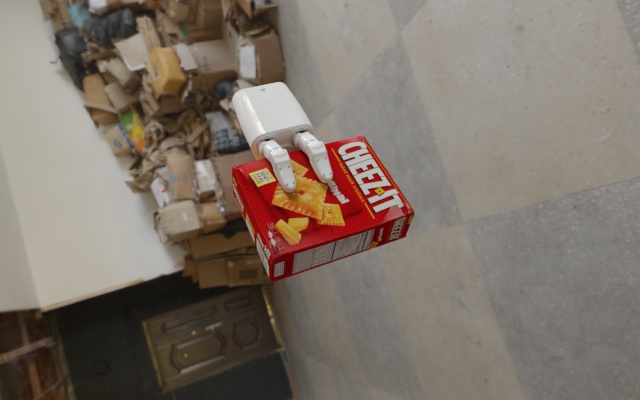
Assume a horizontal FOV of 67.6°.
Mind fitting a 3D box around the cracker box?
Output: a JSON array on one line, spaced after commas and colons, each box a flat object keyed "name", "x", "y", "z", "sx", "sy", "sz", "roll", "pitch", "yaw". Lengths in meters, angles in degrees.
[{"name": "cracker box", "x": 0.000, "y": 0.002, "z": 0.684, "sx": 0.213, "sy": 0.164, "sz": 0.072, "roll": -16, "pitch": -33, "yaw": -19}]
